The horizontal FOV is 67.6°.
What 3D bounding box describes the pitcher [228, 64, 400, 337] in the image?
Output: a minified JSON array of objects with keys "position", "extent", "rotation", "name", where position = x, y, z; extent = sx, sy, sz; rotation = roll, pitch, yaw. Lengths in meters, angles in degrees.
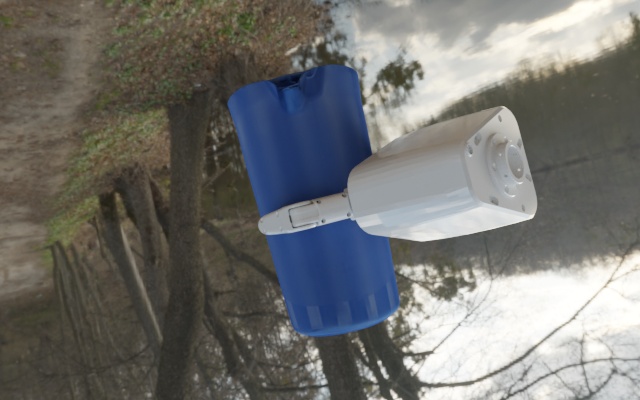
[{"position":[0.000,0.002,0.483],"extent":[0.149,0.243,0.145],"rotation":[-10,-4,-45],"name":"pitcher"}]
